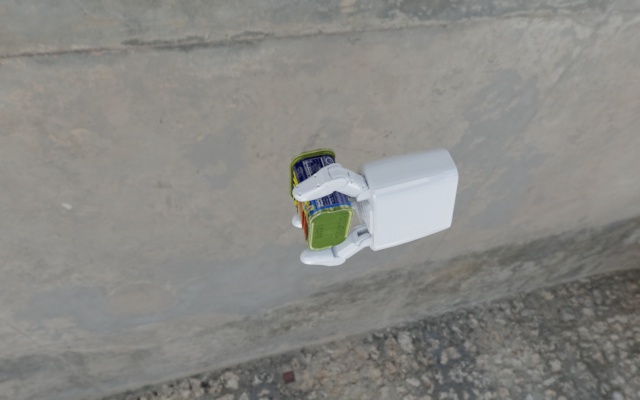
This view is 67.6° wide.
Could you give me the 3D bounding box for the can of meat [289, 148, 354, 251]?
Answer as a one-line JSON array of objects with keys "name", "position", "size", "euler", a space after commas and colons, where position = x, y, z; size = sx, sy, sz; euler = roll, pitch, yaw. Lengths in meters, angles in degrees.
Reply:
[{"name": "can of meat", "position": [0.000, 0.002, 0.576], "size": [0.057, 0.084, 0.102], "euler": [-13, -30, -11]}]
